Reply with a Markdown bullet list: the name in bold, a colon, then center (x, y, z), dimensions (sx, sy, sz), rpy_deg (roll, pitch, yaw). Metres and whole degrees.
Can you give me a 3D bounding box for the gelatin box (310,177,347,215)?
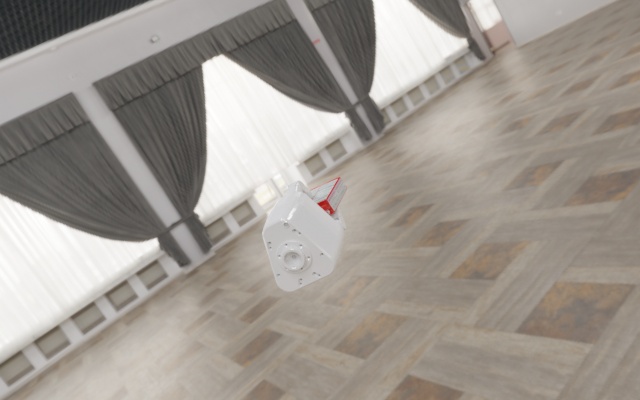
- **gelatin box**: center (0.000, 0.002, 0.820), dimensions (0.073, 0.030, 0.089), rpy_deg (-24, 20, 29)
